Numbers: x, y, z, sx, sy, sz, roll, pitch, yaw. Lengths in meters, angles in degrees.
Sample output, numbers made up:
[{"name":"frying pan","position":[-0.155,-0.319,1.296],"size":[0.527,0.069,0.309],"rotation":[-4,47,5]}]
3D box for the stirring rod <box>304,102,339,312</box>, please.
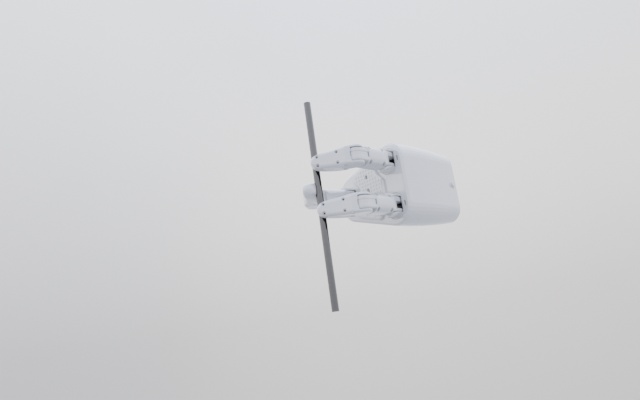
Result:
[{"name":"stirring rod","position":[0.000,0.002,0.533],"size":[0.011,0.239,0.011],"rotation":[-7,-13,-2]}]
